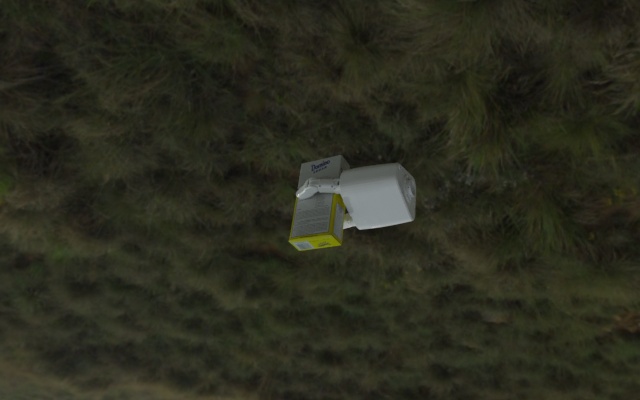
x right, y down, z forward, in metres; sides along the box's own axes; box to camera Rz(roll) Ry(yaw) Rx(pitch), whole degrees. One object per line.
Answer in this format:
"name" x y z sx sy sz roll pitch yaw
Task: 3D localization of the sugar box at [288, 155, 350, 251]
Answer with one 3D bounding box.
"sugar box" 0.001 0.003 0.897 0.093 0.176 0.048 -10 -38 28
